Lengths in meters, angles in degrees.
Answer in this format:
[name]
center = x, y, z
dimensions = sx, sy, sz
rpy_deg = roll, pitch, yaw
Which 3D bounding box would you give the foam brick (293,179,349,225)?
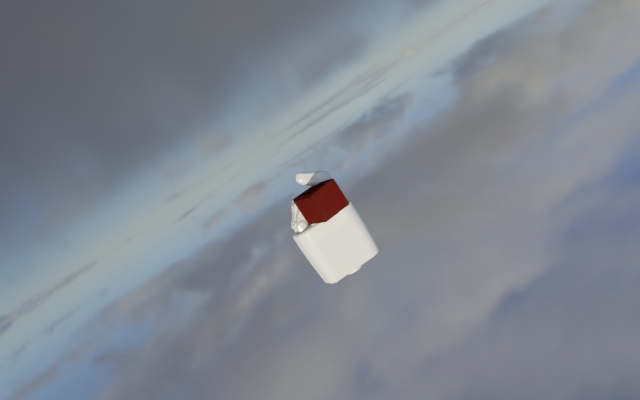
[foam brick]
center = 0.000, 0.003, 0.781
dimensions = 0.053, 0.051, 0.078
rpy_deg = -36, 9, -22
